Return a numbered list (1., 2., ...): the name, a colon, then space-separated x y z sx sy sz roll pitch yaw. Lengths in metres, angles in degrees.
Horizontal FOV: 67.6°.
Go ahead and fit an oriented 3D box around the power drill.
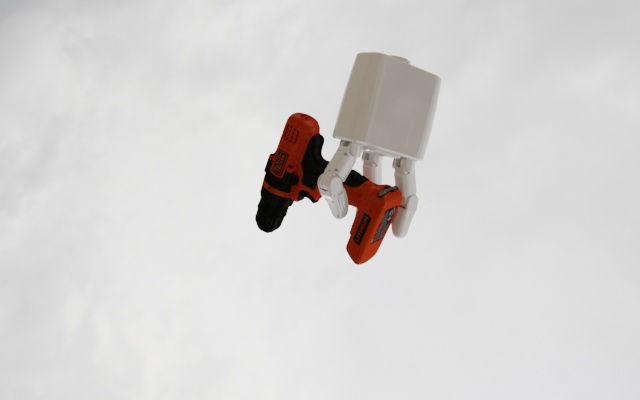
1. power drill: 0.001 0.002 0.631 0.187 0.184 0.057 34 30 23
